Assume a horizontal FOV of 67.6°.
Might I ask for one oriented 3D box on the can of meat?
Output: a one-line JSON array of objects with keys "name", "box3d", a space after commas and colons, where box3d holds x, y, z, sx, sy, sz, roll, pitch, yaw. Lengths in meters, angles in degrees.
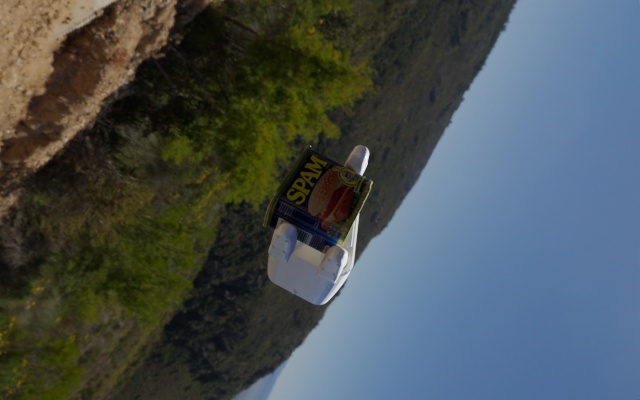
[{"name": "can of meat", "box3d": [0.000, 0.002, 0.512, 0.084, 0.102, 0.057, 27, -38, 4]}]
